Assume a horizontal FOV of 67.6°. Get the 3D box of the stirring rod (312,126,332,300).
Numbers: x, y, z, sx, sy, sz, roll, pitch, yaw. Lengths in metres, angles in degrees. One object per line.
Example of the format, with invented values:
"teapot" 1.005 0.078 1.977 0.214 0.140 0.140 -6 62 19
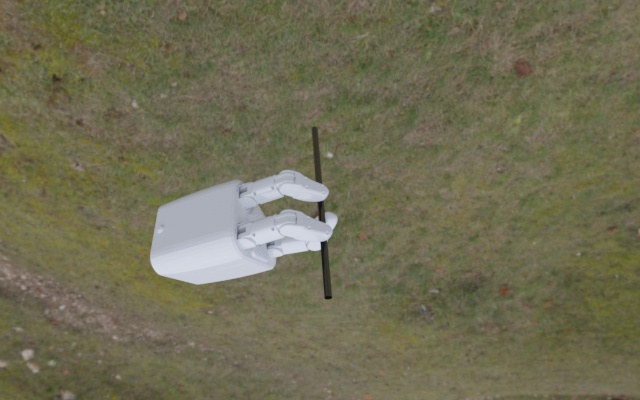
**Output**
"stirring rod" 0.000 0.002 0.549 0.011 0.239 0.011 -3 -37 -2
